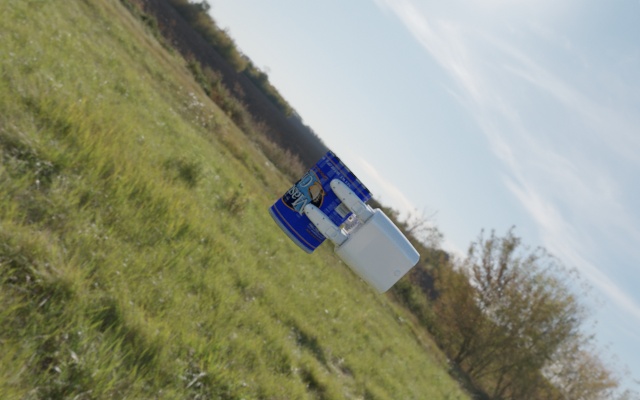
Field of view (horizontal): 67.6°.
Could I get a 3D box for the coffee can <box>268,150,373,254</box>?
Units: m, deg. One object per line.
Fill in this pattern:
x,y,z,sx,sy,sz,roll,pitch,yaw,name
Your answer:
0.000,0.003,0.778,0.140,0.103,0.103,-43,-4,4,coffee can
